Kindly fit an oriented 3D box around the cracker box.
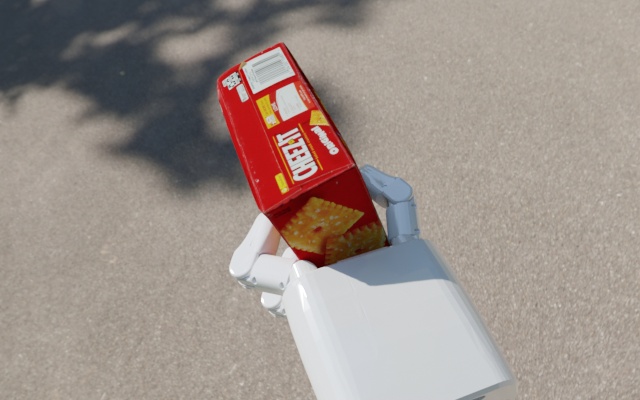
[{"bbox_3d":[0.000,0.001,0.409,0.072,0.164,0.214,-27,-41,1],"label":"cracker box"}]
